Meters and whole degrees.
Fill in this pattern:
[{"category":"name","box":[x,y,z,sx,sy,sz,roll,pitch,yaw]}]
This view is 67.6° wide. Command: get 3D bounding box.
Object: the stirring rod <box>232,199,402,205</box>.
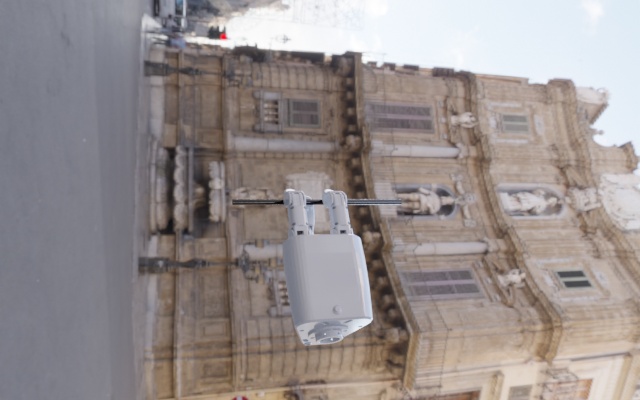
[{"category":"stirring rod","box":[0.000,0.002,0.661,0.239,0.011,0.011,0,0,-15]}]
